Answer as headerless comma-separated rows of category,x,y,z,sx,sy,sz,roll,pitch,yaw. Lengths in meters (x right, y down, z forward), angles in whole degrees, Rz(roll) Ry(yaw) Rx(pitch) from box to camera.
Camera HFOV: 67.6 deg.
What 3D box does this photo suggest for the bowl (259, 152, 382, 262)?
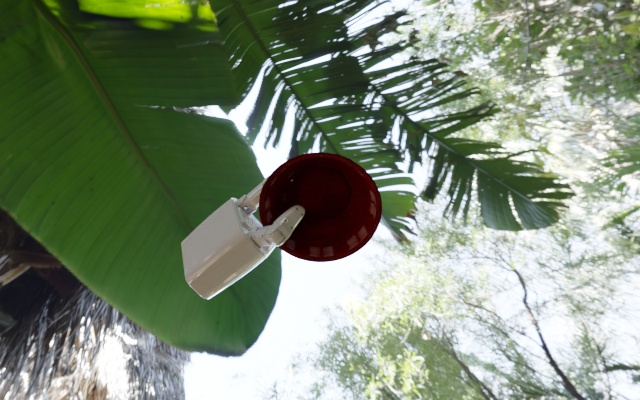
bowl,0.001,0.001,0.647,0.162,0.162,0.055,0,26,1
